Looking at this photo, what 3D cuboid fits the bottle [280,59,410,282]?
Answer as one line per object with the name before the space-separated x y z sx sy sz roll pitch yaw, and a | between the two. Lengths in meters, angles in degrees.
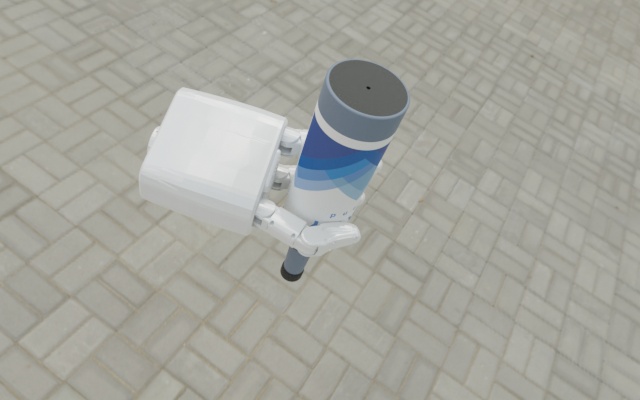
bottle | 0.000 0.001 0.469 0.069 0.069 0.296 0 -36 -17
